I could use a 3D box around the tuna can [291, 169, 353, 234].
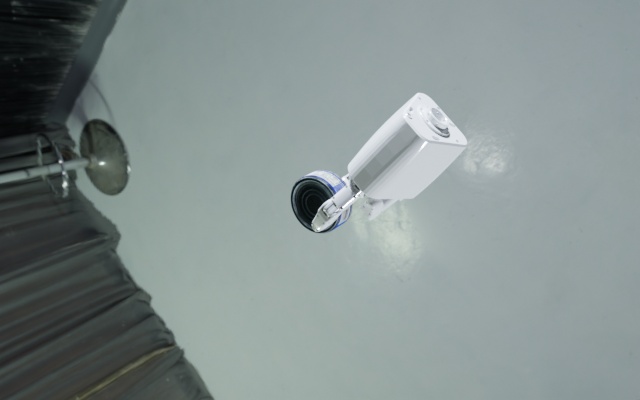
[{"bbox_3d":[0.000,0.002,0.666,0.086,0.086,0.033,0,18,37],"label":"tuna can"}]
